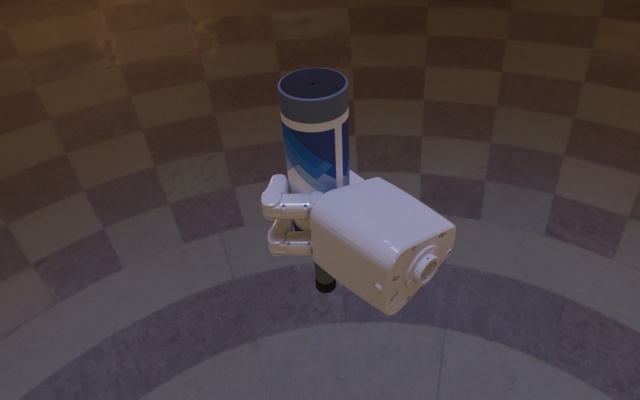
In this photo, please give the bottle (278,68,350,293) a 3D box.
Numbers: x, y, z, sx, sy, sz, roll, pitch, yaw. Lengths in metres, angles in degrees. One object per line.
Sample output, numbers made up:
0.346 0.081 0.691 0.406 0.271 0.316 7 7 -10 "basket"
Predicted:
0.000 0.002 0.542 0.069 0.296 0.069 -2 40 2 "bottle"
